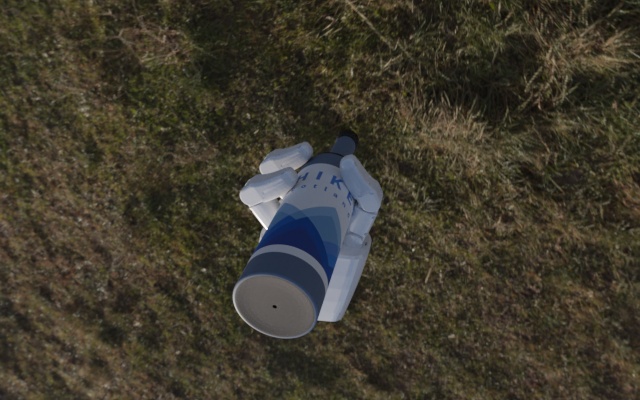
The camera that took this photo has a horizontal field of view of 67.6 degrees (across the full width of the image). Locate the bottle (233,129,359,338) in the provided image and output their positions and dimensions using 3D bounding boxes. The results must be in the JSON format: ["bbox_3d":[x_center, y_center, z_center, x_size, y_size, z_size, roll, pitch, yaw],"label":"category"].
[{"bbox_3d":[0.000,0.002,0.472,0.069,0.069,0.295,0,32,16],"label":"bottle"}]
